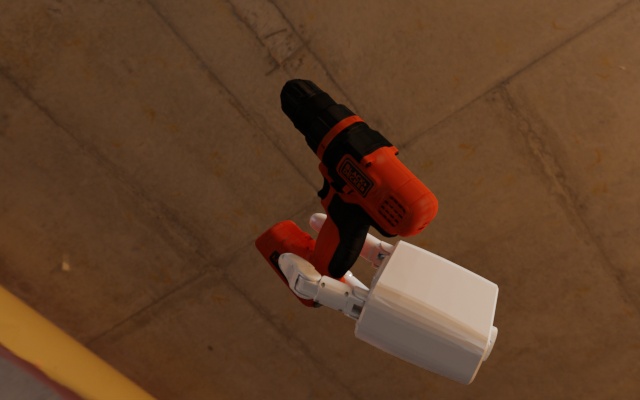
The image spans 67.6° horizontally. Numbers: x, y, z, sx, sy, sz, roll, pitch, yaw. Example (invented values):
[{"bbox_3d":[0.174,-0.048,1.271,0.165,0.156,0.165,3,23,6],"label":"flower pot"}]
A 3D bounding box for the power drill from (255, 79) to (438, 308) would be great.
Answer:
[{"bbox_3d":[0.000,0.002,0.464,0.057,0.184,0.188,-22,-28,-43],"label":"power drill"}]
